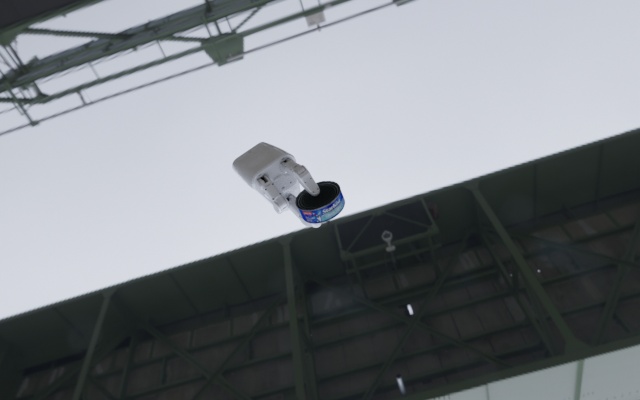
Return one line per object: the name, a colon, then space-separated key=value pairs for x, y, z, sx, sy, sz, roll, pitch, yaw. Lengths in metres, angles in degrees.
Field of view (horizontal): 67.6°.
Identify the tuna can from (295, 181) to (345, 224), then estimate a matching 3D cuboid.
tuna can: x=0.000 y=0.003 z=0.858 sx=0.086 sy=0.034 sz=0.086 roll=-16 pitch=32 yaw=11
